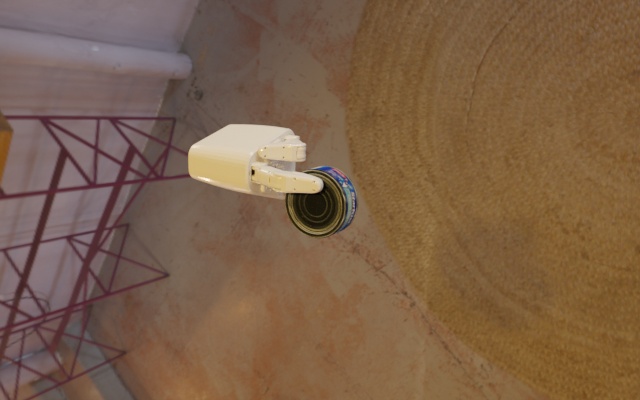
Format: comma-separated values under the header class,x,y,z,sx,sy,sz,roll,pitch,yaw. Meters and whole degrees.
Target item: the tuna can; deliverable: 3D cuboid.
class,x,y,z,sx,sy,sz,roll,pitch,yaw
tuna can,0.000,0.002,0.579,0.086,0.086,0.033,0,9,28
